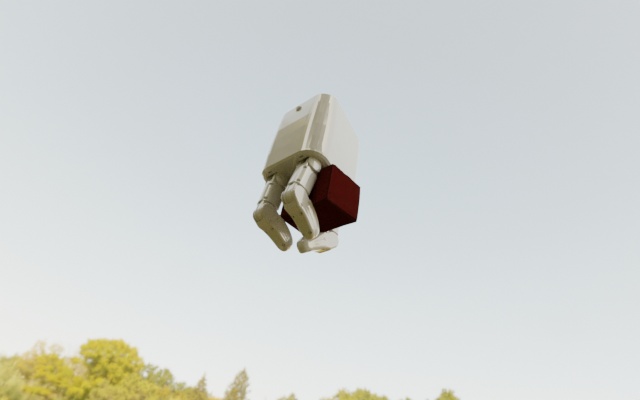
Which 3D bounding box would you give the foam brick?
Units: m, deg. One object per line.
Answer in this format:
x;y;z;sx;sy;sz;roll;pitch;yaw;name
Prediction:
0.000;0.002;0.557;0.078;0.051;0.053;-21;-47;38;foam brick
